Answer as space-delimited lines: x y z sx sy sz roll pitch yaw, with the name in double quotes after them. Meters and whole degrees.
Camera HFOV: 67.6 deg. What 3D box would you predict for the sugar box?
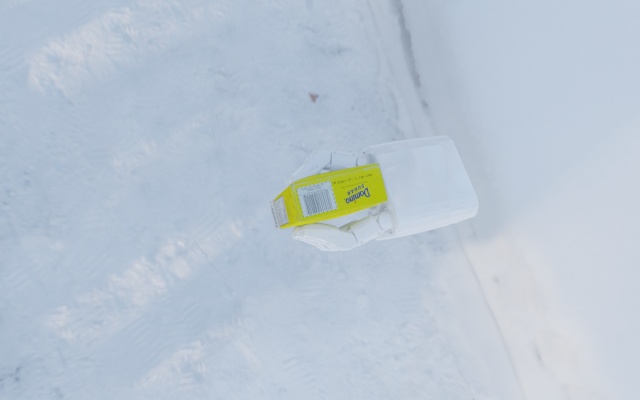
0.000 0.002 0.538 0.093 0.048 0.176 -13 -6 -13 "sugar box"
